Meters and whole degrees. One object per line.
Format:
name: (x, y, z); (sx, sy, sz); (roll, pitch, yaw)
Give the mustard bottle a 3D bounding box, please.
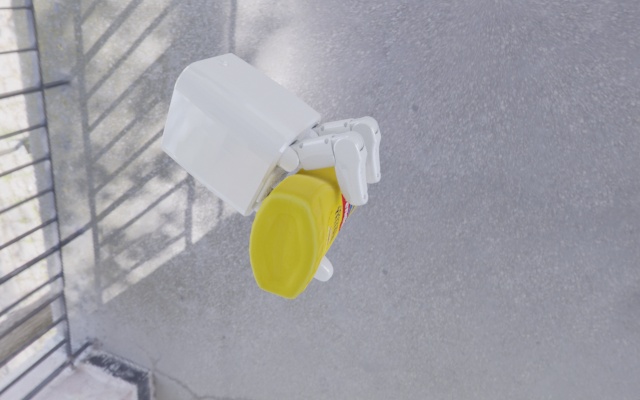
mustard bottle: (0.000, 0.002, 0.446); (0.058, 0.096, 0.191); (15, 27, 13)
